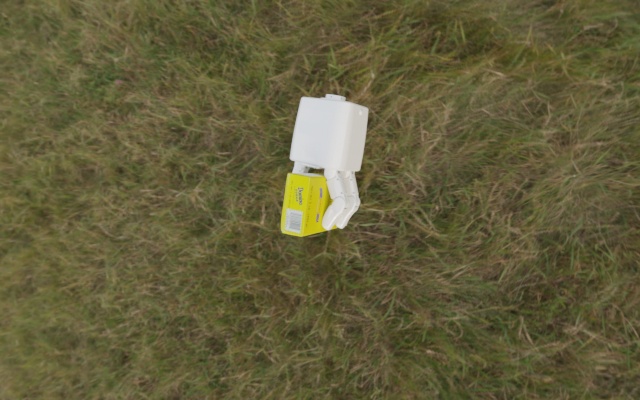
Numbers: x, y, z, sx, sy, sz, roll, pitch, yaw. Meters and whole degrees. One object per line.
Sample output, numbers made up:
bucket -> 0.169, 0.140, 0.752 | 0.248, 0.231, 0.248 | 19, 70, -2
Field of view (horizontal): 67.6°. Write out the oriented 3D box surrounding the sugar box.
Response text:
sugar box -> 0.001, 0.003, 0.787 | 0.048, 0.093, 0.176 | 12, 9, 27
